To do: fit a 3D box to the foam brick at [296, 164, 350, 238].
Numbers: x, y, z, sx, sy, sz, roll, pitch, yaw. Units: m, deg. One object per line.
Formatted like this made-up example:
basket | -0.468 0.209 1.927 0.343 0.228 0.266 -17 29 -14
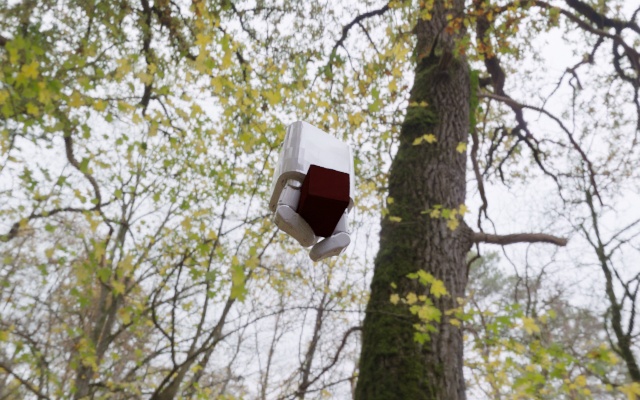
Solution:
foam brick | 0.000 0.002 0.591 0.053 0.051 0.078 14 -40 -10
